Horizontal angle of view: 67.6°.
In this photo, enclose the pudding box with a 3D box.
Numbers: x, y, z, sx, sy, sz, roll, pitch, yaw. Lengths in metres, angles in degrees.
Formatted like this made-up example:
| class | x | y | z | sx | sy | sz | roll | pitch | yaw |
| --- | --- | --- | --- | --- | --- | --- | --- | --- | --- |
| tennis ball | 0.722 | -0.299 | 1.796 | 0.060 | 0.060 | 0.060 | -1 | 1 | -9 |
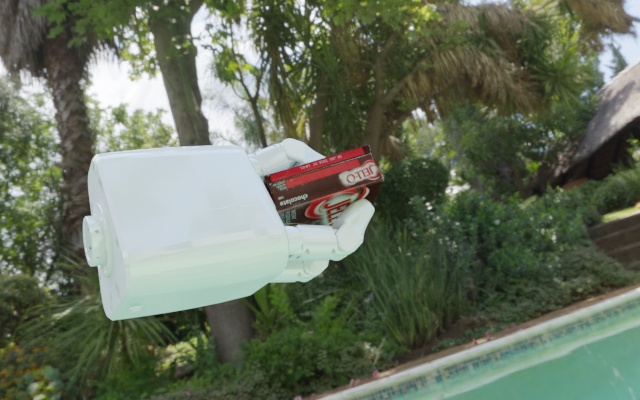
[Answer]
| class | x | y | z | sx | sy | sz | roll | pitch | yaw |
| --- | --- | --- | --- | --- | --- | --- | --- | --- | --- |
| pudding box | 0.000 | 0.001 | 0.415 | 0.090 | 0.039 | 0.113 | -17 | -17 | -8 |
